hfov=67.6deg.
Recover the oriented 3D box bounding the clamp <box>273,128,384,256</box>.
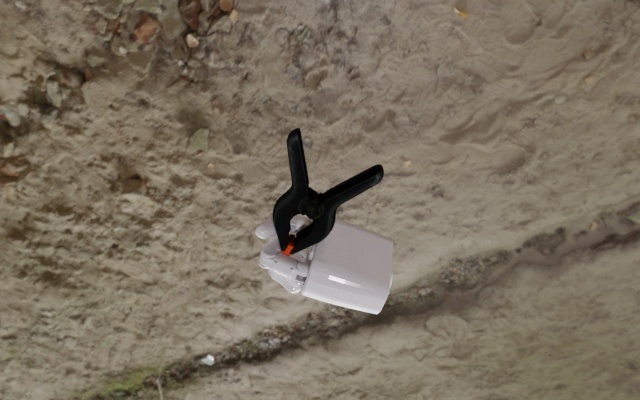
[{"bbox_3d":[0.000,0.002,0.588,0.120,0.172,0.039,19,34,-1],"label":"clamp"}]
